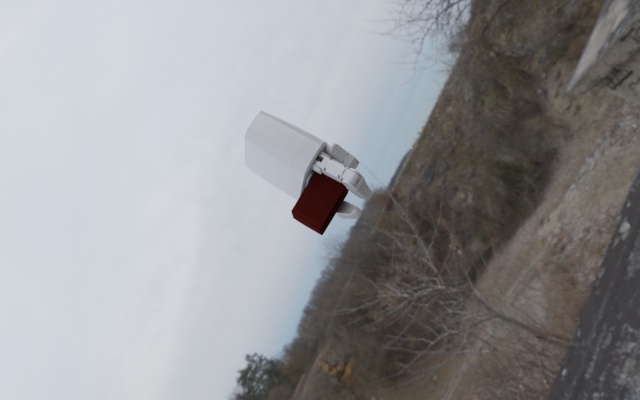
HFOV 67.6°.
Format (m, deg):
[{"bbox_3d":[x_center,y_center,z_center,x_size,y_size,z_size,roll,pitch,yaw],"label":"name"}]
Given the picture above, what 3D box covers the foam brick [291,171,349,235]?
[{"bbox_3d":[0.000,0.002,0.679,0.051,0.078,0.053,30,-12,7],"label":"foam brick"}]
